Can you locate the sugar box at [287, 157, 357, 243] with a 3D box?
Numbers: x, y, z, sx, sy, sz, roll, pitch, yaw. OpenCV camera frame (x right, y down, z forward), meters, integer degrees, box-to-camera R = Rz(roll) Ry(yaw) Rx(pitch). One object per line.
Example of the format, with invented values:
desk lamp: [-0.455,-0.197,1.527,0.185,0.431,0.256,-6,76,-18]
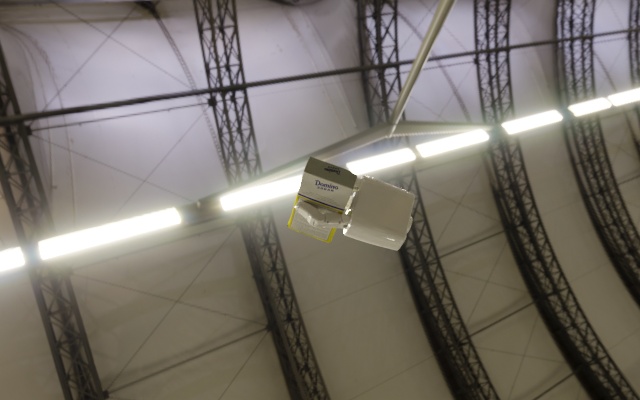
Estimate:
sugar box: [0.000,0.003,0.887,0.093,0.048,0.176,20,-41,0]
